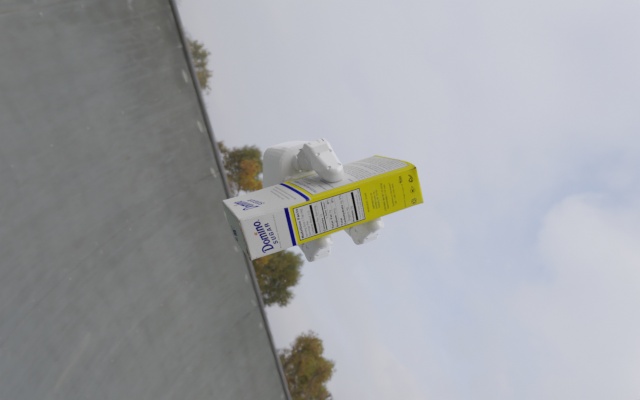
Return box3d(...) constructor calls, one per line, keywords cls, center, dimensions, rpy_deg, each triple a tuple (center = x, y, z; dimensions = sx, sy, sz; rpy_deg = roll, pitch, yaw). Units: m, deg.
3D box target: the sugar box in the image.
box3d(cls="sugar box", center=(0.000, 0.002, 0.467), dimensions=(0.176, 0.048, 0.093), rpy_deg=(-20, 17, -15))
